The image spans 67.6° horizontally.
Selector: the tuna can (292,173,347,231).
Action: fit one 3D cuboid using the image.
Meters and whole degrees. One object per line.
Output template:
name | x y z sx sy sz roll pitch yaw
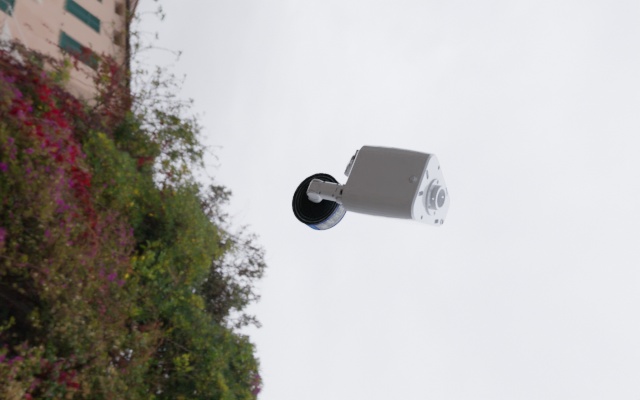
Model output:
tuna can | 0.000 0.003 0.738 0.086 0.086 0.034 0 -22 32
